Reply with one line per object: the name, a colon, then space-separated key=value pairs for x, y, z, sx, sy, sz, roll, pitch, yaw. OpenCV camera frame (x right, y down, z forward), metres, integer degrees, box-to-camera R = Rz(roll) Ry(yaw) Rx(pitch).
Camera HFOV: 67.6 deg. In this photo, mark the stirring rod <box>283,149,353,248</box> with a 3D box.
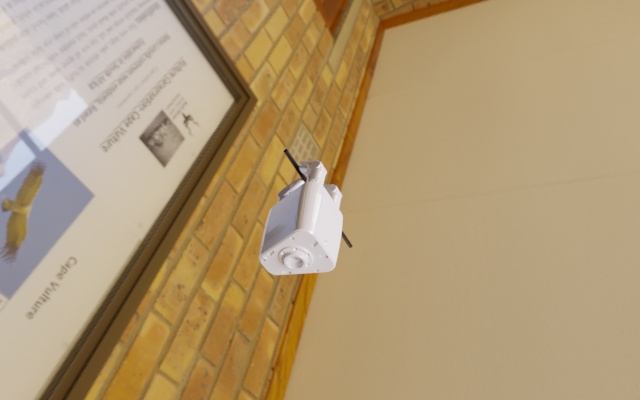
stirring rod: x=0.000 y=0.003 z=0.845 sx=0.011 sy=0.240 sz=0.011 roll=-24 pitch=33 yaw=17
